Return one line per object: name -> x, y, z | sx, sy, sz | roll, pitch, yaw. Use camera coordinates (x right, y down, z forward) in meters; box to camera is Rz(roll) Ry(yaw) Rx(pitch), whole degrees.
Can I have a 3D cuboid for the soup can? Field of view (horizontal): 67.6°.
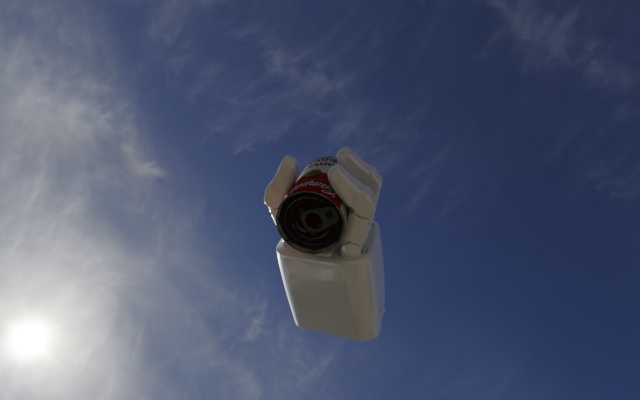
soup can -> 0.000, 0.001, 0.504 | 0.068, 0.068, 0.102 | 0, 25, 13
